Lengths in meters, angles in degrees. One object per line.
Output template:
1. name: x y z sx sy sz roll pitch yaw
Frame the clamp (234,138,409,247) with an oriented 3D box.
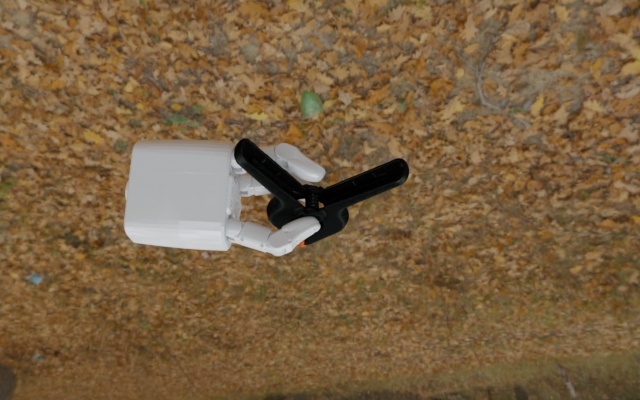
1. clamp: 0.000 0.003 0.522 0.164 0.036 0.210 5 -26 1
